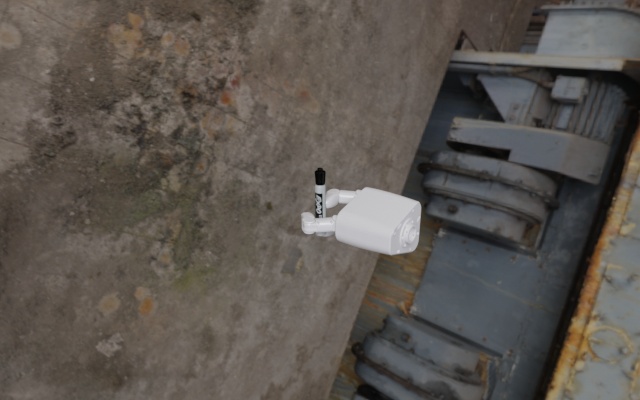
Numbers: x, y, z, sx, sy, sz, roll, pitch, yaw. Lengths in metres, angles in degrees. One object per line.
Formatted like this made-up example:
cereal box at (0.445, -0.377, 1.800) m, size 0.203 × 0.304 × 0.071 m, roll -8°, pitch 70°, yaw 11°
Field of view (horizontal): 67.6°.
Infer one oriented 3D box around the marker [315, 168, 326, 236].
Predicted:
marker at (0.000, 0.003, 0.815) m, size 0.020 × 0.121 × 0.020 m, roll 0°, pitch 21°, yaw 0°
